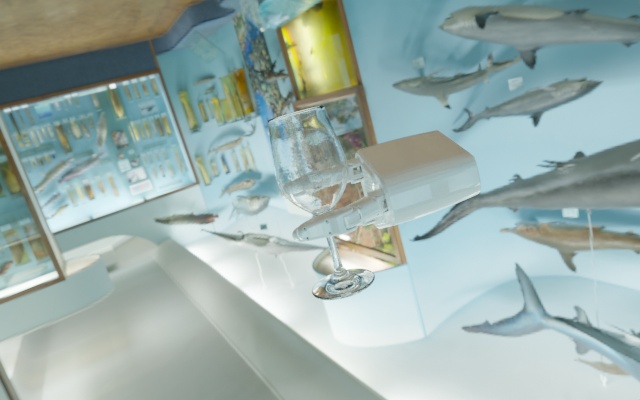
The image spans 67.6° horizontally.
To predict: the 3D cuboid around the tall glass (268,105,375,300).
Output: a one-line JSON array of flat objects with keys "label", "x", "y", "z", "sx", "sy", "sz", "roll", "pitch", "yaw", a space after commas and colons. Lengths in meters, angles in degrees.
[{"label": "tall glass", "x": 0.000, "y": 0.002, "z": 0.521, "sx": 0.079, "sy": 0.201, "sz": 0.079, "roll": -15, "pitch": 13, "yaw": 4}]
